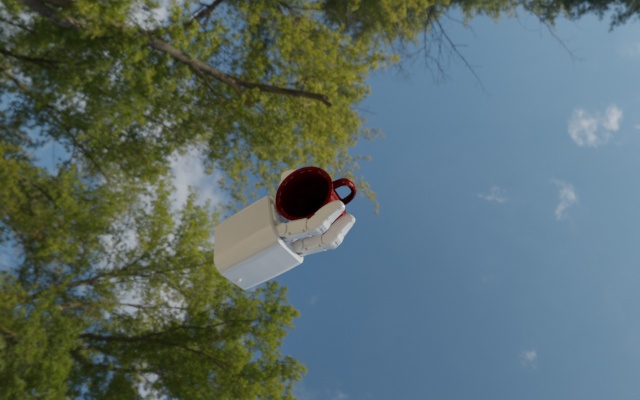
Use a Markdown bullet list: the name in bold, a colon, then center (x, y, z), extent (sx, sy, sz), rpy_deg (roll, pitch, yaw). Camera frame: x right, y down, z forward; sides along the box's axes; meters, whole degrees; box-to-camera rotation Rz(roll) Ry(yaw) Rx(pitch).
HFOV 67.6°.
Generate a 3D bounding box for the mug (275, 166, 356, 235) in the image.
- **mug**: center (0.001, 0.002, 0.735), extent (0.117, 0.093, 0.081), rpy_deg (-27, -37, 9)
